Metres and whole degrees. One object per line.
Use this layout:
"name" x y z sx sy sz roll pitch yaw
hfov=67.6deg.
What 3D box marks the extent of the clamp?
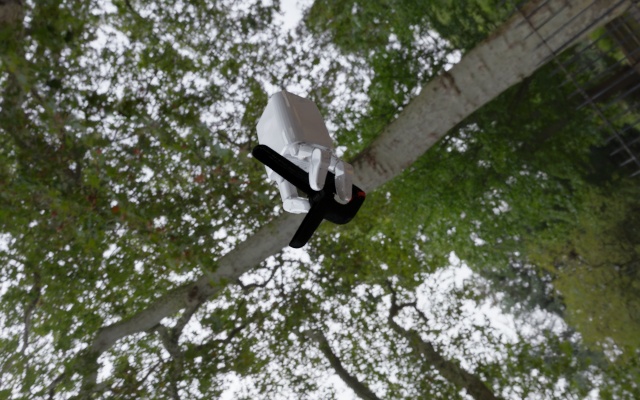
"clamp" 0.000 0.003 0.721 0.210 0.164 0.036 10 -38 -45
